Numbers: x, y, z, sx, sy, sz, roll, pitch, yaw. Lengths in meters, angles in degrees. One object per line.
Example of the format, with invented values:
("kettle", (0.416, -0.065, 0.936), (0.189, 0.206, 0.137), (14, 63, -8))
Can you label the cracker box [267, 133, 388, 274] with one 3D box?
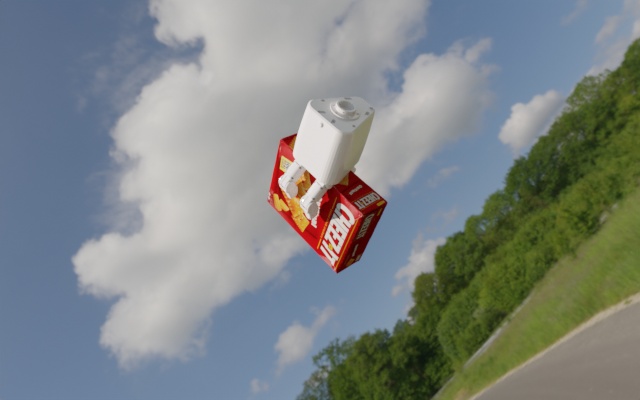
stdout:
("cracker box", (0.000, 0.003, 0.868), (0.072, 0.164, 0.213), (-26, 59, -37))
